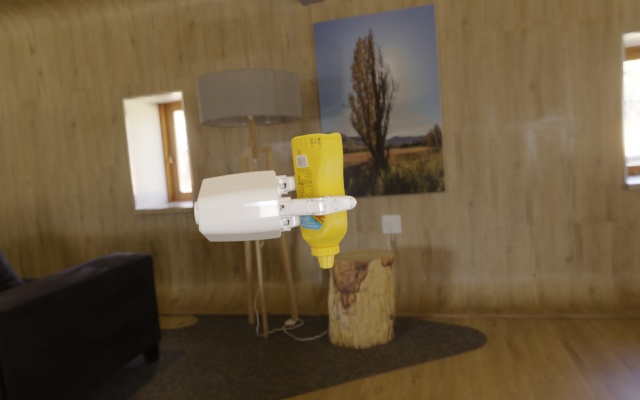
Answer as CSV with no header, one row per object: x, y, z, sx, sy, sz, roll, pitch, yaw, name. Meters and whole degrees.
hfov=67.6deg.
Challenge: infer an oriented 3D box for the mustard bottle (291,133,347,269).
0.000,0.002,0.685,0.058,0.191,0.096,-8,6,-31,mustard bottle
